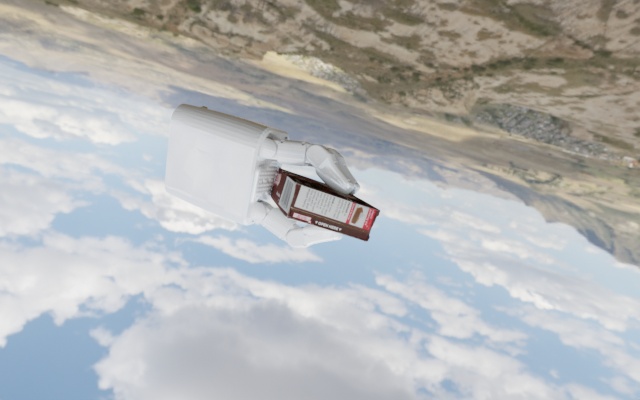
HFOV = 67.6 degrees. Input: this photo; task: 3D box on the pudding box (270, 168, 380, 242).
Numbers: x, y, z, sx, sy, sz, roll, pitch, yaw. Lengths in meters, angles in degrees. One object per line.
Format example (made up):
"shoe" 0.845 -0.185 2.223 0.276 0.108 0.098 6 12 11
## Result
"pudding box" 0.000 0.002 0.504 0.090 0.039 0.113 17 8 -16
